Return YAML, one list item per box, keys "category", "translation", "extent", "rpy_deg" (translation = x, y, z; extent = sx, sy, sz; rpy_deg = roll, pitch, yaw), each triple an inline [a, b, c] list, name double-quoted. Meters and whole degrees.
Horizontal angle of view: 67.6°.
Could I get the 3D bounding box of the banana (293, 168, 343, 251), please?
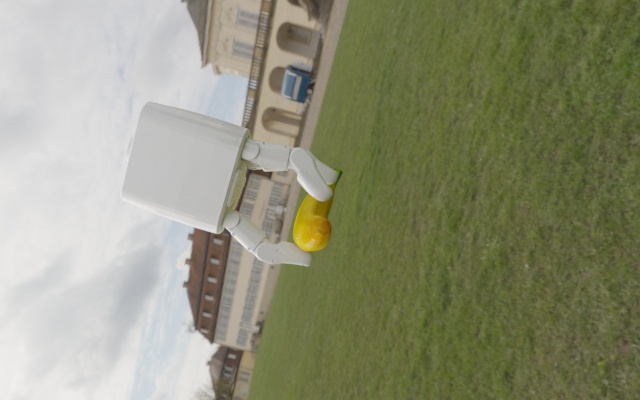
- category: "banana"
  translation: [-0.006, 0.017, 0.528]
  extent: [0.037, 0.070, 0.197]
  rpy_deg: [20, 20, -3]
